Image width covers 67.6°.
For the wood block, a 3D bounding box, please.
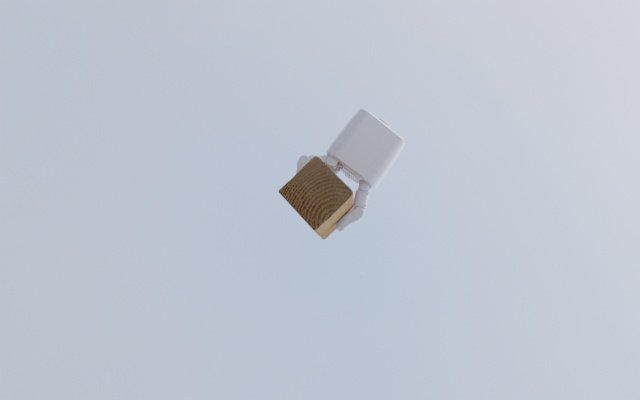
[{"bbox_3d":[0.001,0.003,0.864,0.090,0.091,0.206,-44,-10,-3],"label":"wood block"}]
